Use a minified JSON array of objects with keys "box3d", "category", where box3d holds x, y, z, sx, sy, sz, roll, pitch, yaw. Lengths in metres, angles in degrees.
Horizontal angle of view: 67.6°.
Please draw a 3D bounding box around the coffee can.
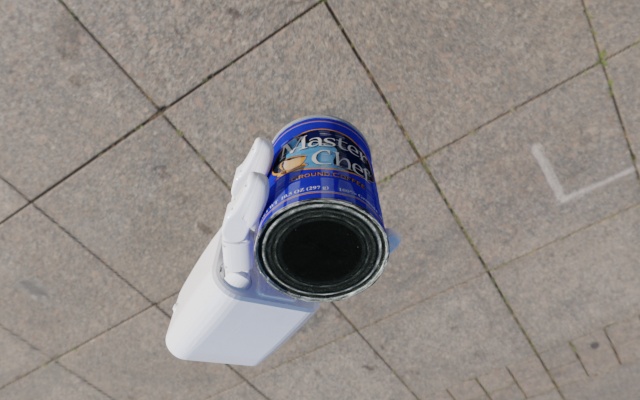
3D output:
[{"box3d":[0.000,0.001,0.416,0.103,0.103,0.140,0,35,-1],"category":"coffee can"}]
